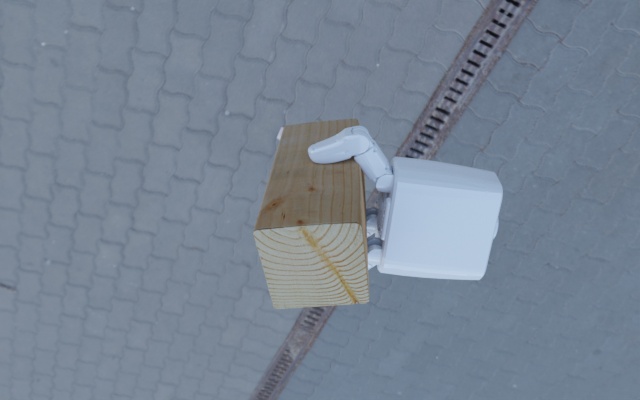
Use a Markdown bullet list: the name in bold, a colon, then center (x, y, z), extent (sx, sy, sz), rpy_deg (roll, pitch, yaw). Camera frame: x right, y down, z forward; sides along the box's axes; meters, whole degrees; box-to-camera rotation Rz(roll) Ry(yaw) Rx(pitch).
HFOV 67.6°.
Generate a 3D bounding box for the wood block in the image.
- **wood block**: center (0.000, 0.001, 0.488), extent (0.090, 0.091, 0.206), rpy_deg (-5, 32, 7)
